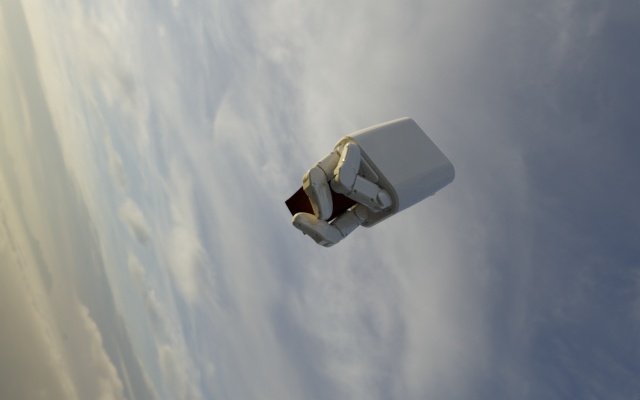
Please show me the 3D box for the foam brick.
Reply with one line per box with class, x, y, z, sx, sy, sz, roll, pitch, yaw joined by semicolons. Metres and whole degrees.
foam brick;0.000;0.002;0.598;0.051;0.053;0.078;-27;-5;-30
